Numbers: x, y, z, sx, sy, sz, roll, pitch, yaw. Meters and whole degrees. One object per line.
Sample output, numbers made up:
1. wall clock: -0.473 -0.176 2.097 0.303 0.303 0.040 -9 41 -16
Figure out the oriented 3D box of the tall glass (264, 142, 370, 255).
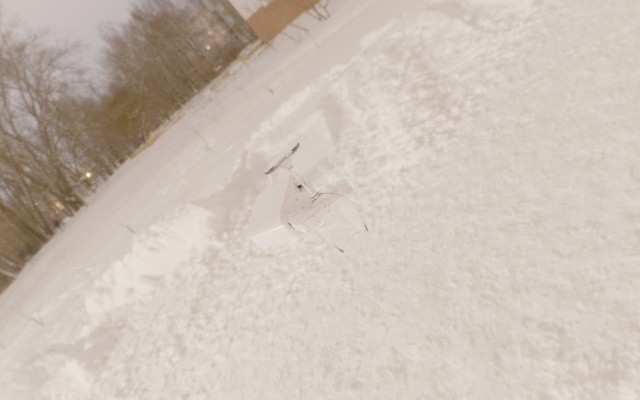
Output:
1. tall glass: 0.000 0.002 0.796 0.079 0.201 0.079 -36 20 15
